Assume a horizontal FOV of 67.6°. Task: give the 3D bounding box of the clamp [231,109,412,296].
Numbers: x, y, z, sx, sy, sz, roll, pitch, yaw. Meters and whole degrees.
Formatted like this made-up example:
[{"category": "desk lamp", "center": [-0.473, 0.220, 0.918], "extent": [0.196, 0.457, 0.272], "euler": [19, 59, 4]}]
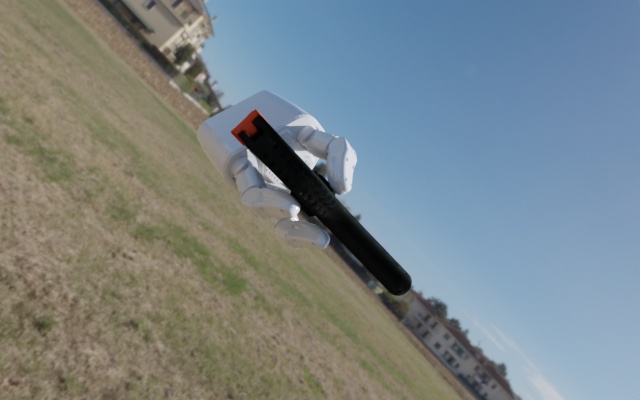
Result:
[{"category": "clamp", "center": [0.000, 0.000, 0.446], "extent": [0.210, 0.036, 0.164], "euler": [47, -3, -42]}]
